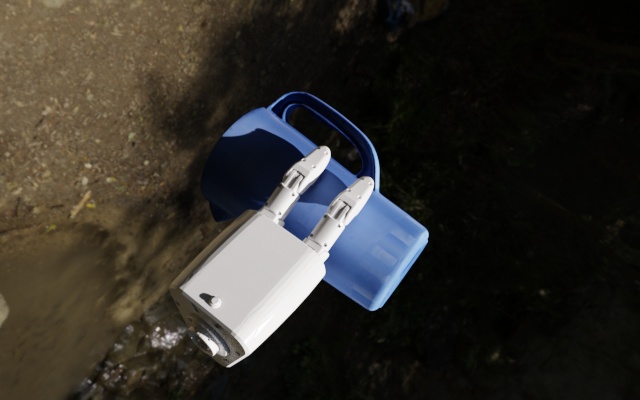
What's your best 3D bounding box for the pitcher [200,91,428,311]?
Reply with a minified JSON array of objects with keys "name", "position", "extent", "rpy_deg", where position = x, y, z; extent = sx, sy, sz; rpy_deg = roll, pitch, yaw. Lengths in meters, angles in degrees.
[{"name":"pitcher","position":[0.000,0.002,0.539],"extent":[0.243,0.149,0.145],"rpy_deg":[35,54,14]}]
